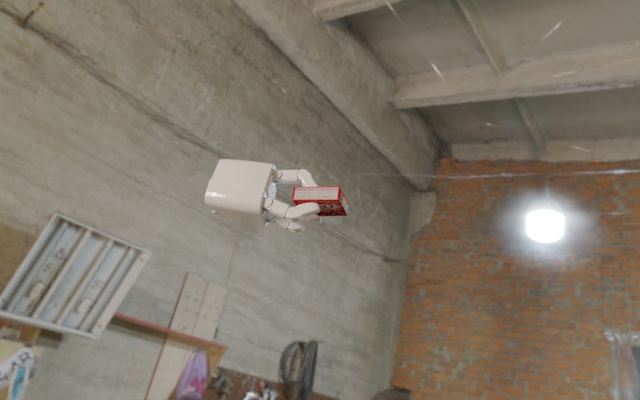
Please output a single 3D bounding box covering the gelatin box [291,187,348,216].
[{"bbox_3d":[0.001,0.002,0.871,0.089,0.030,0.073,-1,-25,16],"label":"gelatin box"}]
